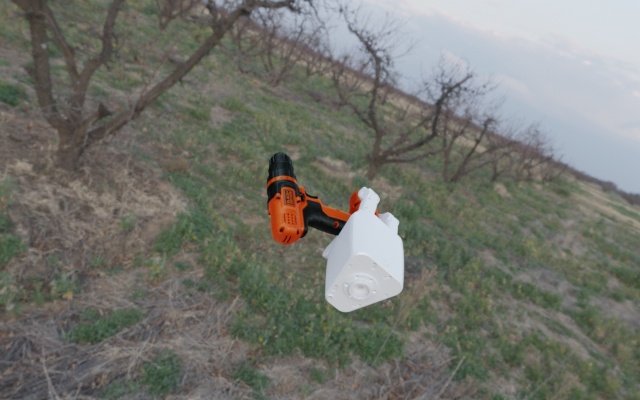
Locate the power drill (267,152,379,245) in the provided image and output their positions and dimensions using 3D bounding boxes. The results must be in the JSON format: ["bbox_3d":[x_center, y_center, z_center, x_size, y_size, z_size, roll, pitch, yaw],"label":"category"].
[{"bbox_3d":[0.001,0.003,0.805,0.187,0.184,0.057,9,-42,-20],"label":"power drill"}]
